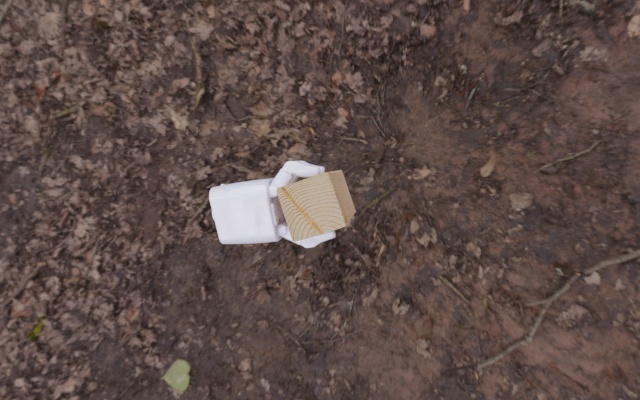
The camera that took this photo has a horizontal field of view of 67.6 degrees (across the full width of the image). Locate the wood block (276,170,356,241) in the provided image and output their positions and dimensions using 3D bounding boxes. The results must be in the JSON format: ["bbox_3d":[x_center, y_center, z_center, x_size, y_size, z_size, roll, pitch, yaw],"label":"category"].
[{"bbox_3d":[0.000,0.003,0.837,0.090,0.091,0.206,-18,2,10],"label":"wood block"}]
